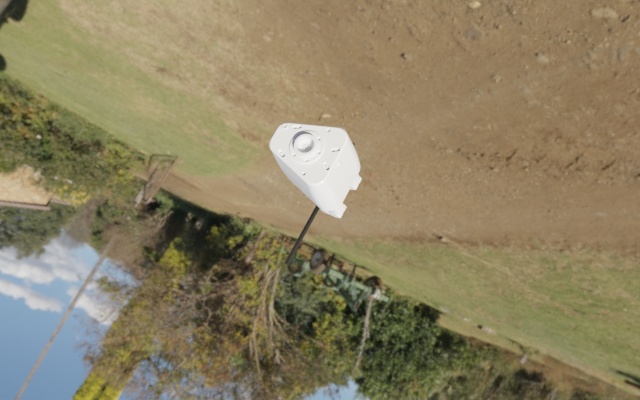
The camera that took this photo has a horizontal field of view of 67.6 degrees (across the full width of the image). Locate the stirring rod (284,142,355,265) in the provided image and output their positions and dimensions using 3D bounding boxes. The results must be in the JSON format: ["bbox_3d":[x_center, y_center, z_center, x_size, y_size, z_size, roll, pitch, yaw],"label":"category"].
[{"bbox_3d":[0.000,0.003,0.817,0.011,0.239,0.011,28,-11,6],"label":"stirring rod"}]
